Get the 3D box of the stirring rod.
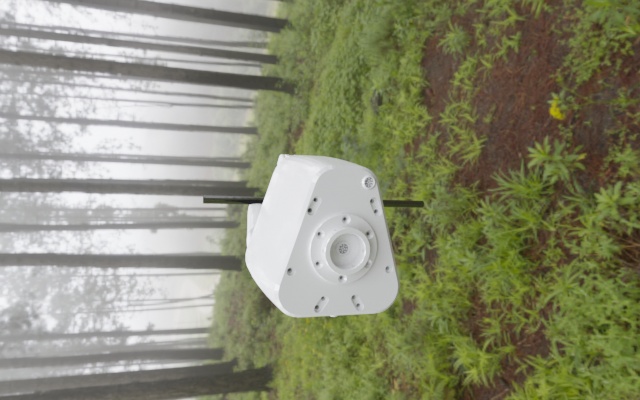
[{"bbox_3d":[0.000,0.002,0.503,0.239,0.011,0.011,1,0,-17],"label":"stirring rod"}]
